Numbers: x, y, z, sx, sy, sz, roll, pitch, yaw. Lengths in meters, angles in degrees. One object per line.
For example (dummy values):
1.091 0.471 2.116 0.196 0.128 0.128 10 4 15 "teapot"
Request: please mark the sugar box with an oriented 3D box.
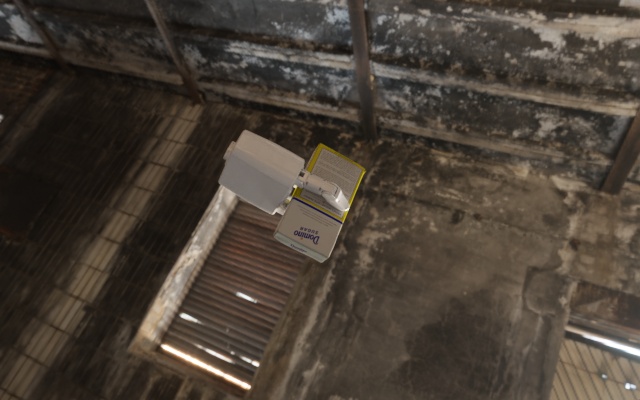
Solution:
0.000 0.003 0.784 0.093 0.176 0.048 29 -23 -7 "sugar box"
